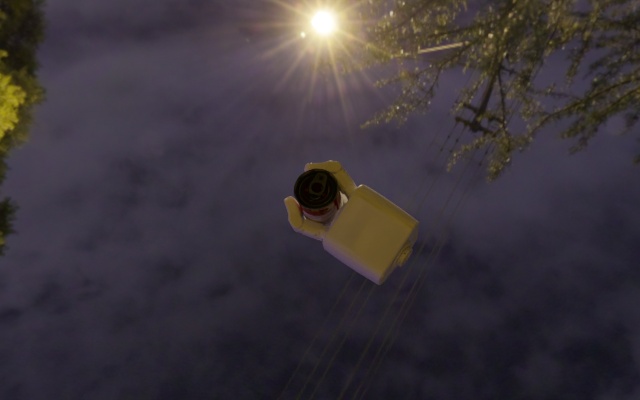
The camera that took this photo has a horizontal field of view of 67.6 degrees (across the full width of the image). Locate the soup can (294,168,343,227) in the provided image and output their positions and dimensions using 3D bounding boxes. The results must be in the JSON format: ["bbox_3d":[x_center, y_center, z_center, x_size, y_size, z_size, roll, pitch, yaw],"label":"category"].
[{"bbox_3d":[0.000,0.002,0.757,0.068,0.068,0.102,0,-24,8],"label":"soup can"}]
